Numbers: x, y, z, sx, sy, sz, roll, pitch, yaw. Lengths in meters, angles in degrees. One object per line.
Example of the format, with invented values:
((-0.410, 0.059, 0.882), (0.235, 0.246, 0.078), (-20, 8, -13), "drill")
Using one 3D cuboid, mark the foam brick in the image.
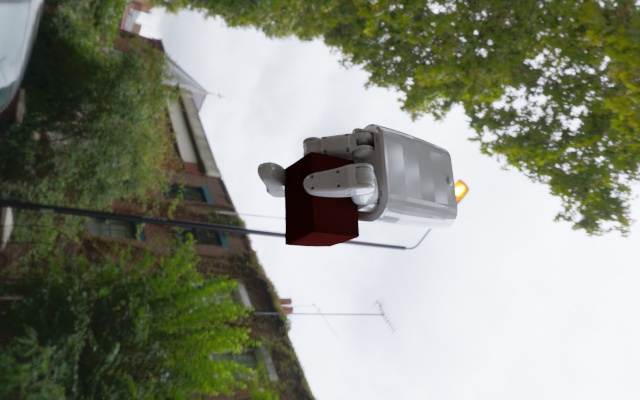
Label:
((0.000, 0.002, 0.451), (0.051, 0.078, 0.053), (10, -21, -33), "foam brick")
